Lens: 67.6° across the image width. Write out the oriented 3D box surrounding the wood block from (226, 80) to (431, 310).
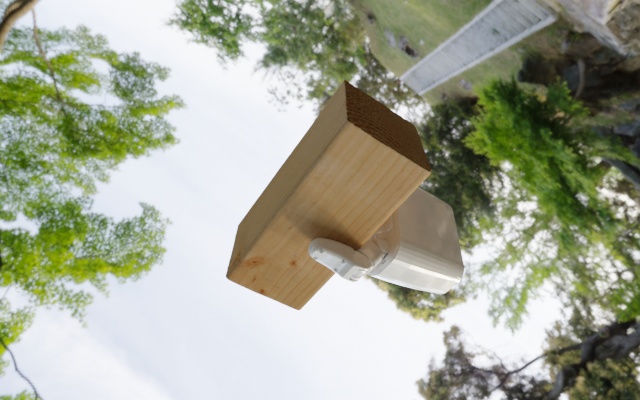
[{"bbox_3d":[0.000,0.002,0.469,0.090,0.206,0.090,29,30,-19],"label":"wood block"}]
